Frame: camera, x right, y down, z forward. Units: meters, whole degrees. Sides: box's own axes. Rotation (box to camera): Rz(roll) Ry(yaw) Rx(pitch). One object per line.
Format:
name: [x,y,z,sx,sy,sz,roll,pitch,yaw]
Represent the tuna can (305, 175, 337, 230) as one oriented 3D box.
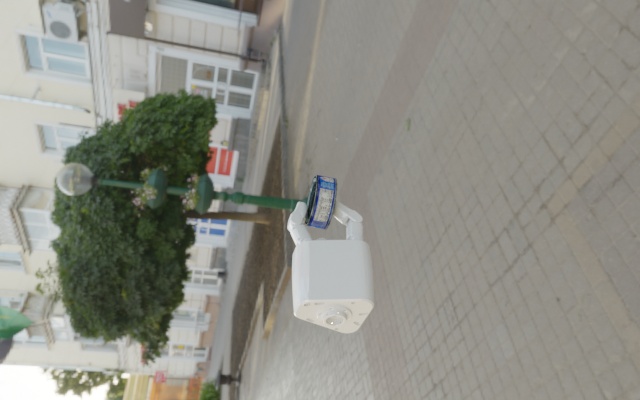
tuna can: [0.000,0.002,0.773,0.034,0.086,0.086,11,-2,-9]
